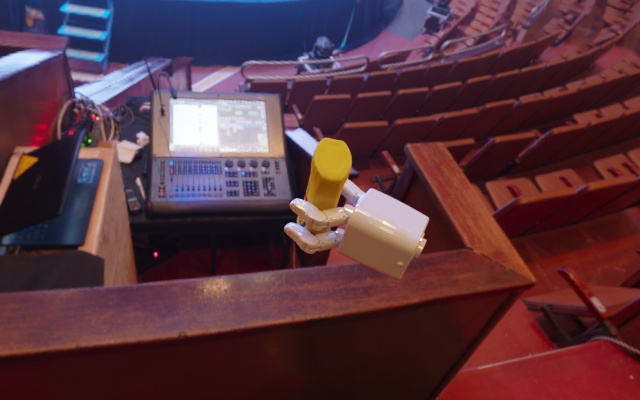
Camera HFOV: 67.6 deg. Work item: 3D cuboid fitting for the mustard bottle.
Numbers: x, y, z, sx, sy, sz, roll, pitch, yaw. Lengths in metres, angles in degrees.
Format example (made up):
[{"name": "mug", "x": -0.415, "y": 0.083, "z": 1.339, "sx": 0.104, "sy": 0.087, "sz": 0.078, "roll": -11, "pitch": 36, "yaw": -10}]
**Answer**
[{"name": "mustard bottle", "x": 0.000, "y": 0.002, "z": 0.755, "sx": 0.058, "sy": 0.096, "sz": 0.192, "roll": 9, "pitch": -46, "yaw": -7}]
